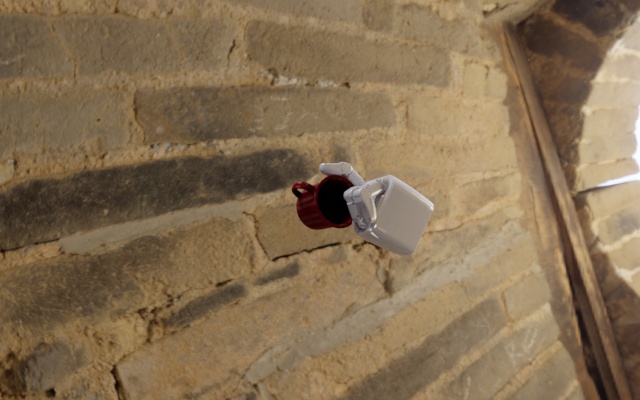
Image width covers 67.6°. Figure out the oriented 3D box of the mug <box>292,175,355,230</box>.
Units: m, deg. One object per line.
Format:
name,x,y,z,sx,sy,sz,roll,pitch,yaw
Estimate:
mug,-0.001,0.002,0.840,0.117,0.093,0.081,29,-23,-24
